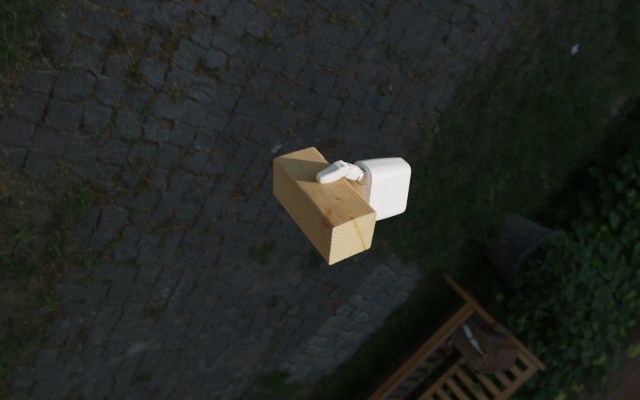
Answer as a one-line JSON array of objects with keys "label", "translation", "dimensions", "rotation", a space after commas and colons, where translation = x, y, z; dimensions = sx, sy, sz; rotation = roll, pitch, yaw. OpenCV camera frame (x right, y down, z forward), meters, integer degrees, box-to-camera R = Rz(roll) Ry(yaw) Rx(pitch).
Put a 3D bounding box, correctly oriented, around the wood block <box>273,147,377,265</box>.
[{"label": "wood block", "translation": [0.001, 0.003, 0.860], "dimensions": [0.090, 0.091, 0.206], "rotation": [-19, 47, -26]}]
